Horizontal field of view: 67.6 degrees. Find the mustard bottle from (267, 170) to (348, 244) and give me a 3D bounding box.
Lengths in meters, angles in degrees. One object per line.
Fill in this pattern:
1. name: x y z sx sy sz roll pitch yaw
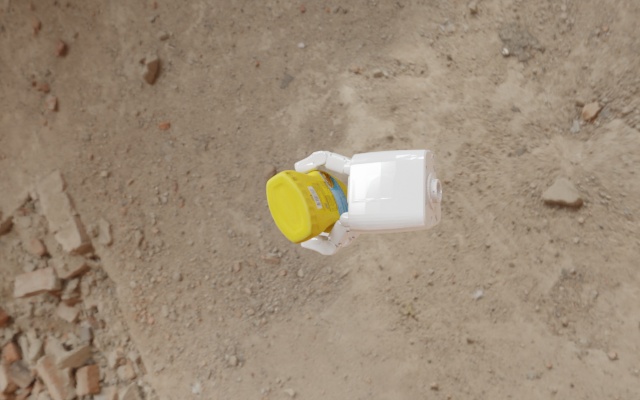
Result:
1. mustard bottle: 0.000 0.002 0.703 0.058 0.096 0.191 -30 -9 26
